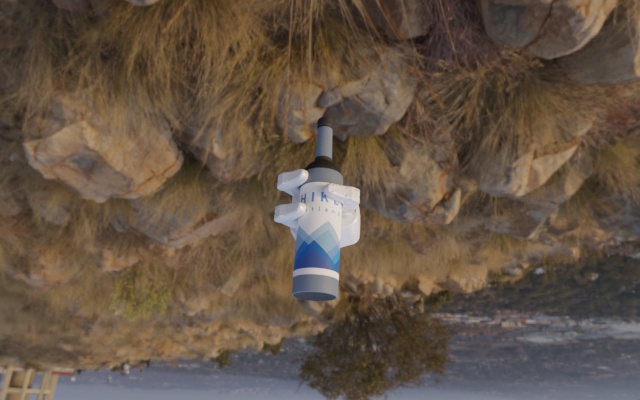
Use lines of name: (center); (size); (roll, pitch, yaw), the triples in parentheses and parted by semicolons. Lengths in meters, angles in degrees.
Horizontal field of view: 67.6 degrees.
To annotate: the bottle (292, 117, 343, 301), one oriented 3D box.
bottle: (0.000, 0.003, 0.740); (0.069, 0.295, 0.069); (3, -23, 1)
